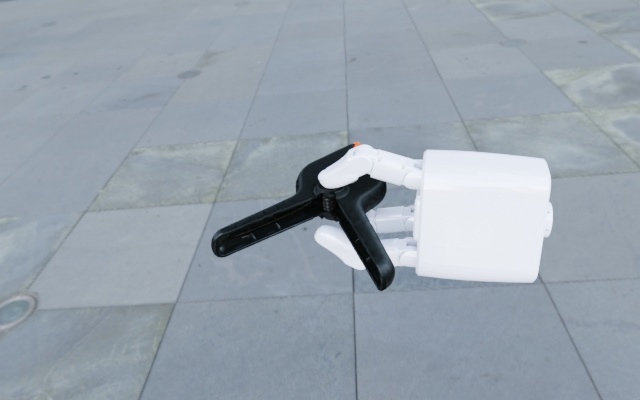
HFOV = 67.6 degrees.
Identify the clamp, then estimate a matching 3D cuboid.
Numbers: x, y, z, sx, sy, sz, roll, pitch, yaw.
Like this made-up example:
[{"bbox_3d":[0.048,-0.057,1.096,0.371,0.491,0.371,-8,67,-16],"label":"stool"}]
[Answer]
[{"bbox_3d":[0.000,0.001,0.472,0.164,0.036,0.209,6,36,12],"label":"clamp"}]
